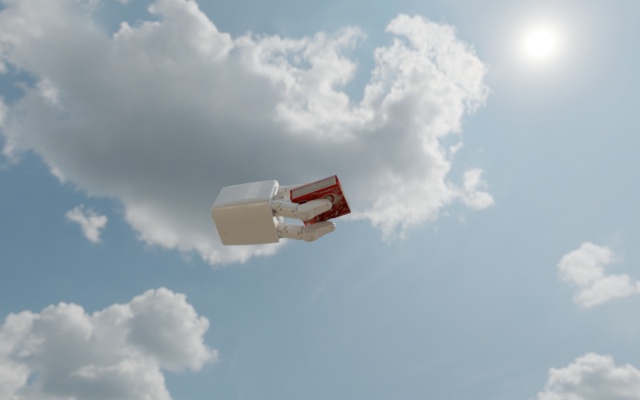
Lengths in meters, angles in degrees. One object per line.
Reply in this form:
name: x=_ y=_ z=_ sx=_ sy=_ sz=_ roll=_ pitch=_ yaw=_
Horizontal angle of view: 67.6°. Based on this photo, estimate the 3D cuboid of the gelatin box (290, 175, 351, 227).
gelatin box: x=0.000 y=0.002 z=0.836 sx=0.089 sy=0.073 sz=0.030 roll=-19 pitch=39 yaw=10
